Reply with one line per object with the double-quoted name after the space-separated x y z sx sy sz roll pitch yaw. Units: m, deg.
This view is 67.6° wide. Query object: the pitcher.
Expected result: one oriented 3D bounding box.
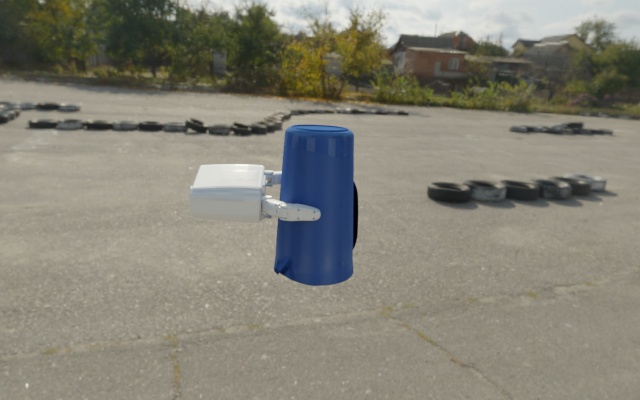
0.000 0.003 0.776 0.145 0.243 0.149 2 14 -3 "pitcher"
